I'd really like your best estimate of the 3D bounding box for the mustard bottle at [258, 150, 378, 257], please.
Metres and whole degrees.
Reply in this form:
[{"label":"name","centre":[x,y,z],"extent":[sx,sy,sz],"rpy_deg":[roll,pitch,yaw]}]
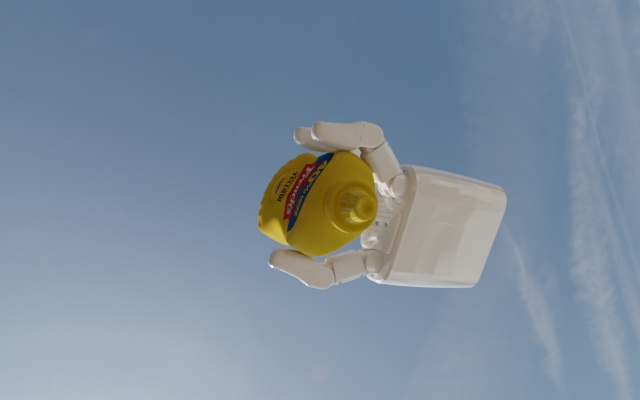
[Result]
[{"label":"mustard bottle","centre":[0.000,0.001,0.427],"extent":[0.058,0.096,0.191],"rpy_deg":[34,-9,-19]}]
